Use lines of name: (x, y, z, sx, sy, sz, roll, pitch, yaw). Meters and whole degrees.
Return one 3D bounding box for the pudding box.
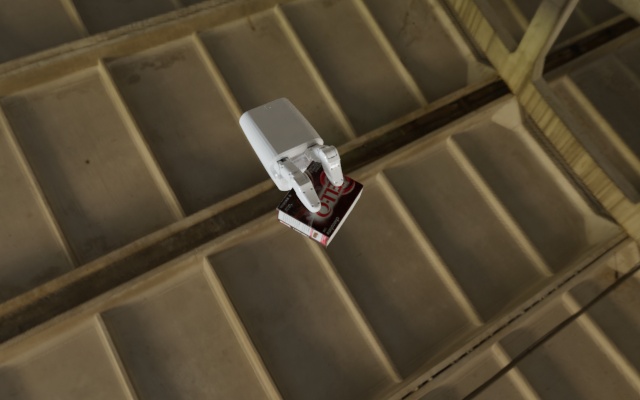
pudding box: (0.000, 0.002, 0.717, 0.090, 0.113, 0.039, 28, -30, 11)
